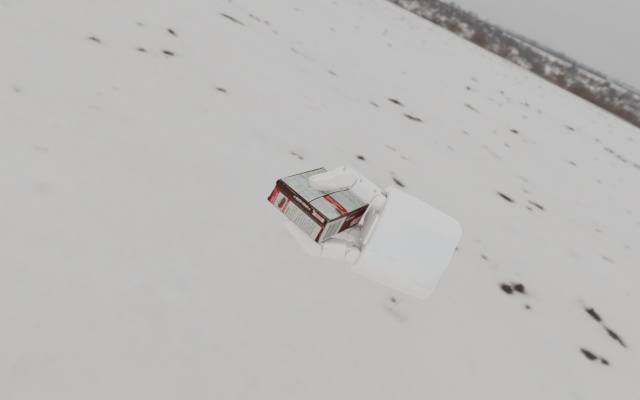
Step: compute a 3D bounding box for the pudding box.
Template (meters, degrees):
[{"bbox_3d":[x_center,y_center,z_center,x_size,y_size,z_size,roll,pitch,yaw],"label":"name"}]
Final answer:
[{"bbox_3d":[0.000,0.002,0.625,0.090,0.039,0.113,39,27,19],"label":"pudding box"}]
